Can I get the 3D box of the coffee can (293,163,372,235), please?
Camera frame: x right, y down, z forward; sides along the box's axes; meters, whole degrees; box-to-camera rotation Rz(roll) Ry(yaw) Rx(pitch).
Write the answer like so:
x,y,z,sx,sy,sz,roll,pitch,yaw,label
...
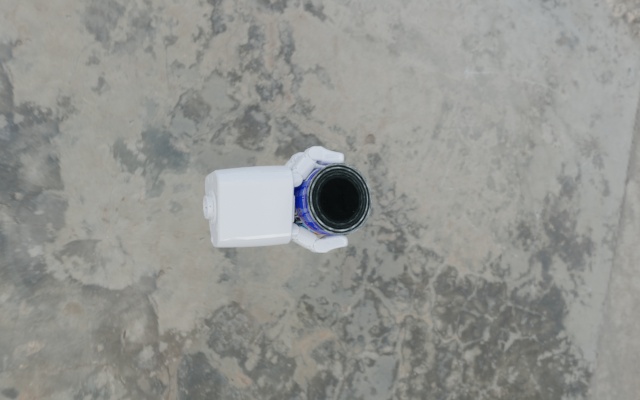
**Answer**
x,y,z,sx,sy,sz,roll,pitch,yaw,label
0.000,0.002,0.731,0.103,0.103,0.140,0,-4,-24,coffee can
